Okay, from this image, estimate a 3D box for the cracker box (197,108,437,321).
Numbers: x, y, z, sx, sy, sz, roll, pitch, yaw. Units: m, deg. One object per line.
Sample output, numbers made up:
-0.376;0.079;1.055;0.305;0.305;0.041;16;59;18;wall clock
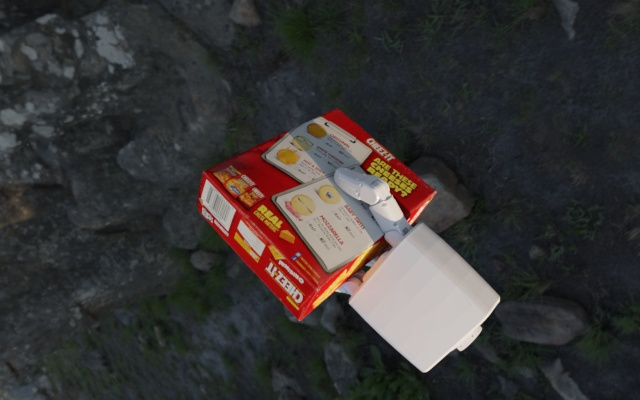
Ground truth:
0.000;0.002;0.525;0.213;0.164;0.072;-33;-21;-40;cracker box
